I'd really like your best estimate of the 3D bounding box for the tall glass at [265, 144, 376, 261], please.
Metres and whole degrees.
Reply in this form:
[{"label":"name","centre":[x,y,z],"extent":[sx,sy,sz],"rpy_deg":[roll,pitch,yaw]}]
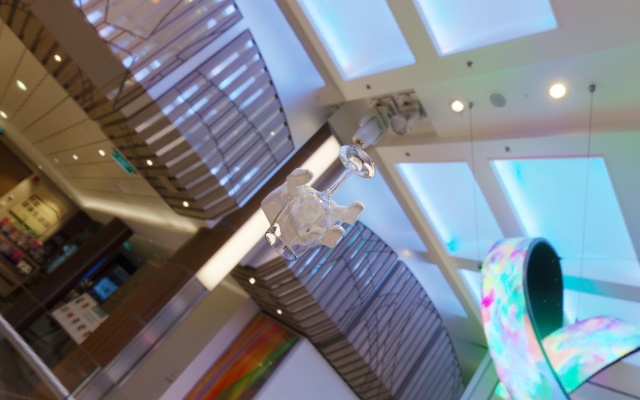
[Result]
[{"label":"tall glass","centre":[0.001,0.002,0.752],"extent":[0.201,0.079,0.079],"rpy_deg":[-48,25,-25]}]
